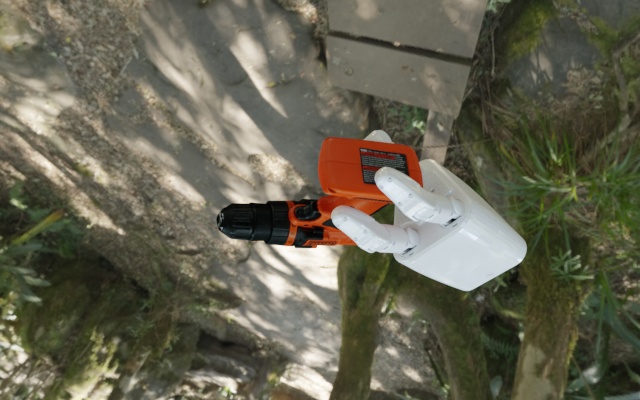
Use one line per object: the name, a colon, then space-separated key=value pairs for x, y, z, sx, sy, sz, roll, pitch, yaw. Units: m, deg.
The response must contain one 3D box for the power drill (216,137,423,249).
power drill: x=0.001 y=0.002 z=0.491 sx=0.184 sy=0.057 sz=0.188 roll=2 pitch=-20 yaw=-24
